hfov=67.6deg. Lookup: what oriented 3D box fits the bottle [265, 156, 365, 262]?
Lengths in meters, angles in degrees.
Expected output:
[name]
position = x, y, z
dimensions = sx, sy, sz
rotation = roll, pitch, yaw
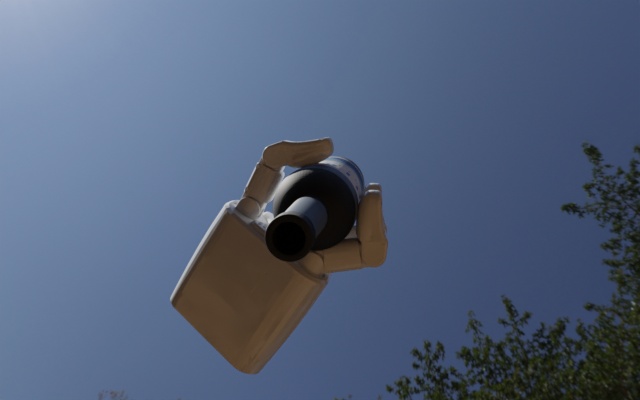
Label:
[bottle]
position = 0.000, 0.001, 0.411
dimensions = 0.069, 0.069, 0.295
rotation = 0, 8, 7
